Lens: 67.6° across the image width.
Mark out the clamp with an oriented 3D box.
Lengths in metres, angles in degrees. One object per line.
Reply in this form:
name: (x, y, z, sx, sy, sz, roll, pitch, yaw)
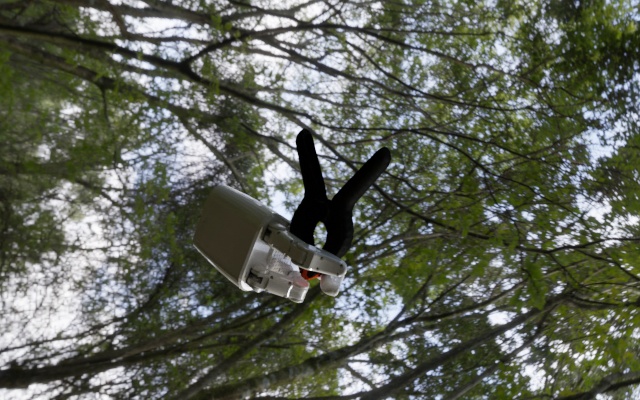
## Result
clamp: (0.000, 0.002, 0.544, 0.120, 0.171, 0.039, 29, 12, 36)
